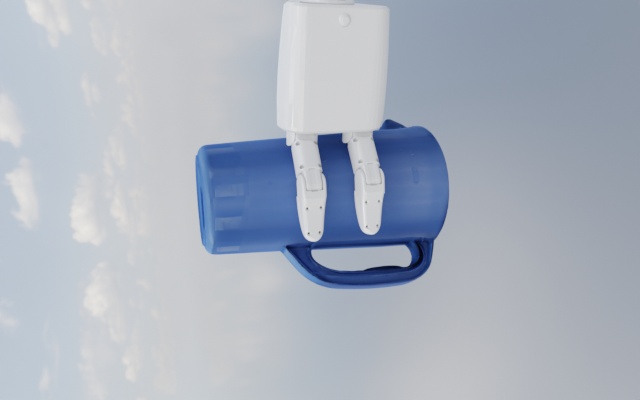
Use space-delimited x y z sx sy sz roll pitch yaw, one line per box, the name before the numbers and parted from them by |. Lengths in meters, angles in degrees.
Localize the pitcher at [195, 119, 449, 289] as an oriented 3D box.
pitcher | 0.000 0.001 0.493 0.243 0.145 0.149 -4 25 -16
